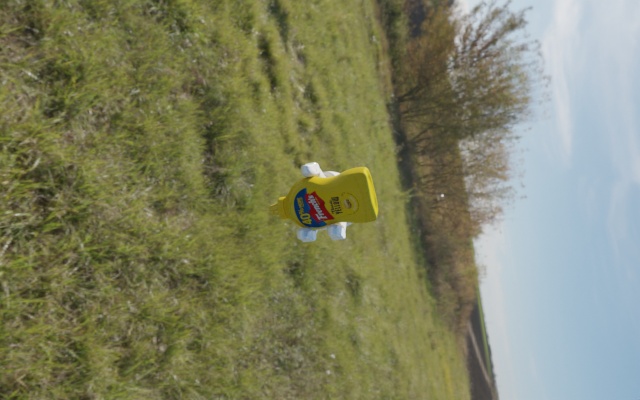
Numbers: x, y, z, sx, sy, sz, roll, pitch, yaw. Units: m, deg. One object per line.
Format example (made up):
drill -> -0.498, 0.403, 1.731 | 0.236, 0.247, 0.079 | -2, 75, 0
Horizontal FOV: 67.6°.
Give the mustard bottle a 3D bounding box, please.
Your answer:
mustard bottle -> 0.000, 0.003, 0.849 | 0.191, 0.096, 0.058 | -9, 25, 16
